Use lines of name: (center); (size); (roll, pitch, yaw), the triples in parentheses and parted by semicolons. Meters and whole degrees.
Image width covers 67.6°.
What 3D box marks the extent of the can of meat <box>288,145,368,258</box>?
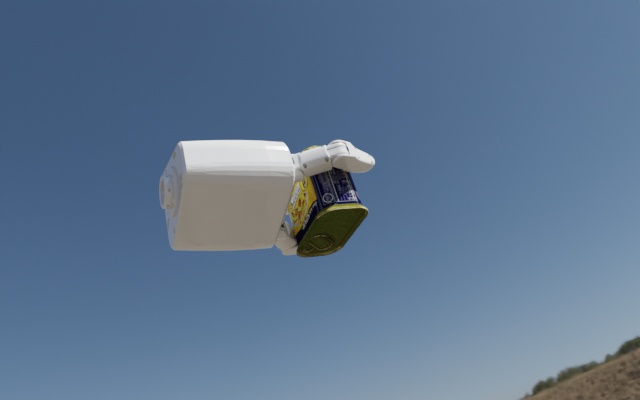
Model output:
can of meat: (0.000, 0.001, 0.526); (0.057, 0.084, 0.102); (-3, -33, -25)
